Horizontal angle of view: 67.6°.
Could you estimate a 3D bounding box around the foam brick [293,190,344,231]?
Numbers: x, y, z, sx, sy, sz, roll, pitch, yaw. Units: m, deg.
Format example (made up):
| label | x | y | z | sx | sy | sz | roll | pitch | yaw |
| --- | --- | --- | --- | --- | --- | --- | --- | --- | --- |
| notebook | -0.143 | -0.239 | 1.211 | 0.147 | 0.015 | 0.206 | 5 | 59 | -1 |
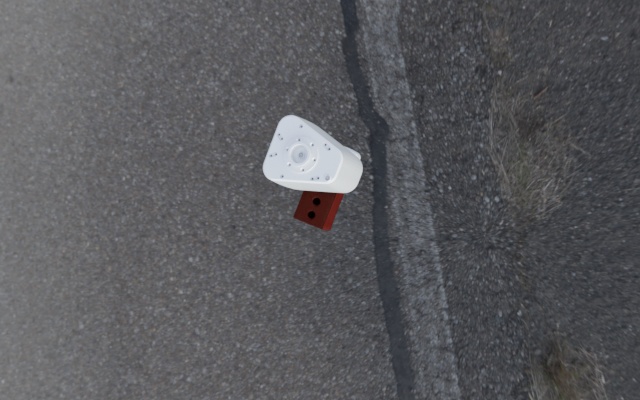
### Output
| label | x | y | z | sx | sy | sz | roll | pitch | yaw |
| --- | --- | --- | --- | --- | --- | --- | --- | --- | --- |
| foam brick | 0.000 | 0.003 | 0.751 | 0.053 | 0.078 | 0.051 | 22 | 3 | 16 |
